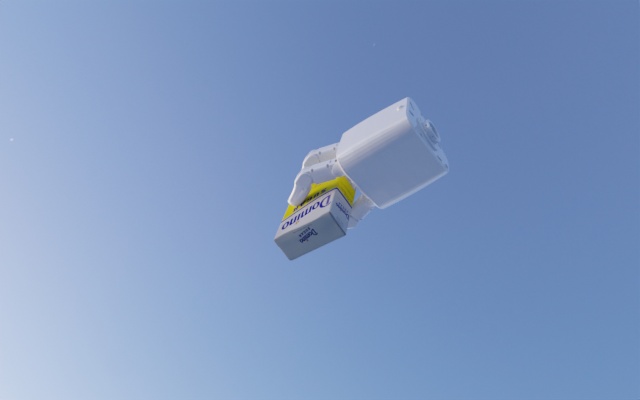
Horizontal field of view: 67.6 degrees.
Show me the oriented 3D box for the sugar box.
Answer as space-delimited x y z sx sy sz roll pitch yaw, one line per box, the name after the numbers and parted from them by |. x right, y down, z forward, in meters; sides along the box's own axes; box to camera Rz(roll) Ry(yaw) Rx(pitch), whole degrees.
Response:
0.000 0.002 0.676 0.093 0.048 0.176 -28 20 25 | sugar box
